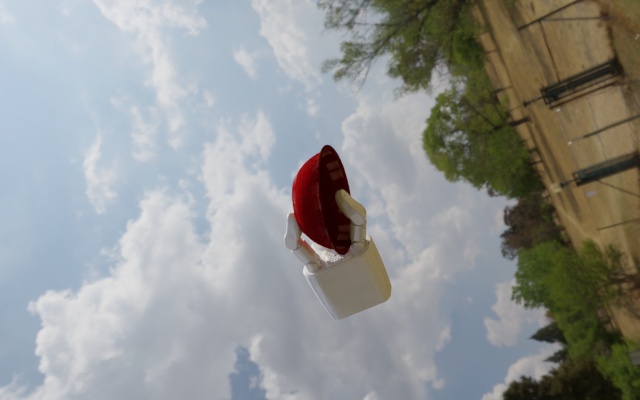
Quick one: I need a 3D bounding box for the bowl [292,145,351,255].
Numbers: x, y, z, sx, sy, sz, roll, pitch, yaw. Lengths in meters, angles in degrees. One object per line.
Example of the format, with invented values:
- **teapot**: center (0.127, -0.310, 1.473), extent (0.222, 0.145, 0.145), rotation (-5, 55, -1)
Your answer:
- **bowl**: center (-0.001, 0.001, 0.701), extent (0.055, 0.162, 0.162), rotation (-8, -3, 18)
